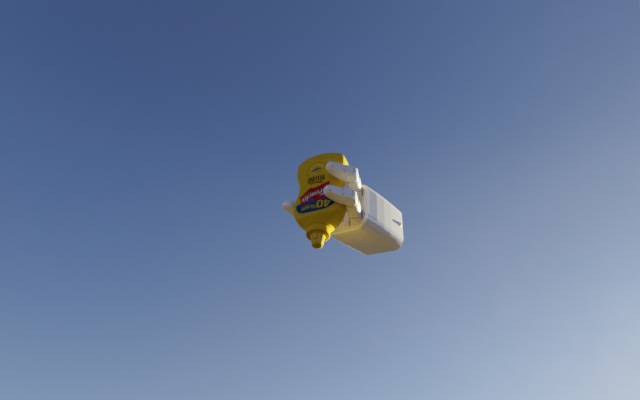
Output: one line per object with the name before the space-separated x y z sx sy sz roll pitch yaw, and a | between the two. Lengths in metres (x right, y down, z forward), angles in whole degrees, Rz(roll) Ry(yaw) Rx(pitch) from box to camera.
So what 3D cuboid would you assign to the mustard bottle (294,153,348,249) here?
mustard bottle | 0.000 0.002 0.850 0.096 0.191 0.058 -13 -42 19
